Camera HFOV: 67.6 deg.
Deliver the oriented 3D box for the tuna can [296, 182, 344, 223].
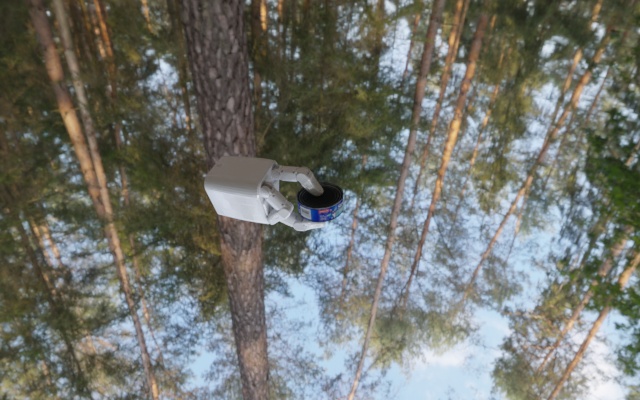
[{"bbox_3d":[0.000,0.003,0.875,0.086,0.034,0.086,-3,34,2],"label":"tuna can"}]
